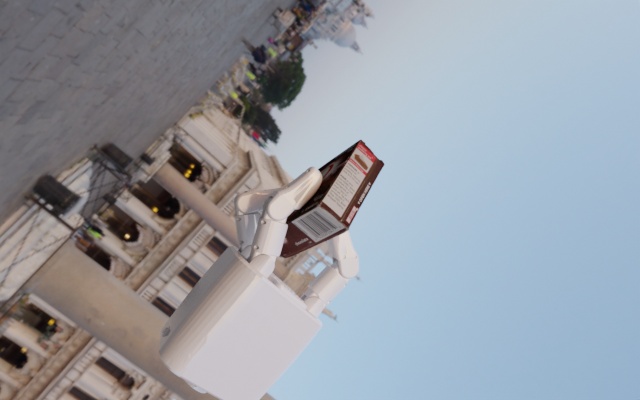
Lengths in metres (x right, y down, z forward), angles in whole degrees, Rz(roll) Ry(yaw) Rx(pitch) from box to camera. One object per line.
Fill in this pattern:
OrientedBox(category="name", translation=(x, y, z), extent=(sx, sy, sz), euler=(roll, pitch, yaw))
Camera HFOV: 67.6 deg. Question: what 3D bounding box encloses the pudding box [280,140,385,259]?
OrientedBox(category="pudding box", translation=(0.000, 0.002, 0.460), extent=(0.039, 0.090, 0.113), euler=(43, -37, -15))
